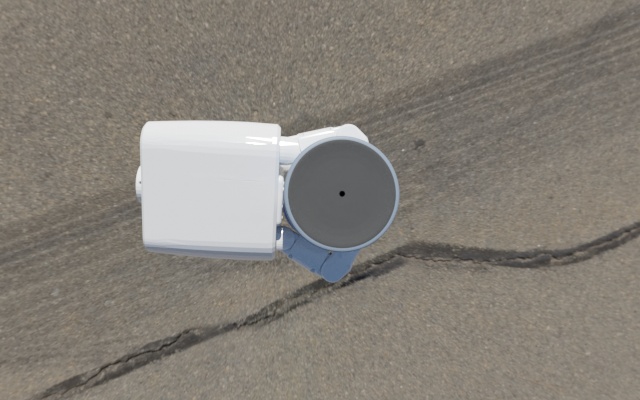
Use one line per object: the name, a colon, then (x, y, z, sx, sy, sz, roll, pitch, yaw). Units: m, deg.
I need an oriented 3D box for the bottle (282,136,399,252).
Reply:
bottle: (0.000, 0.001, 0.416, 0.069, 0.069, 0.296, 0, -2, -5)
